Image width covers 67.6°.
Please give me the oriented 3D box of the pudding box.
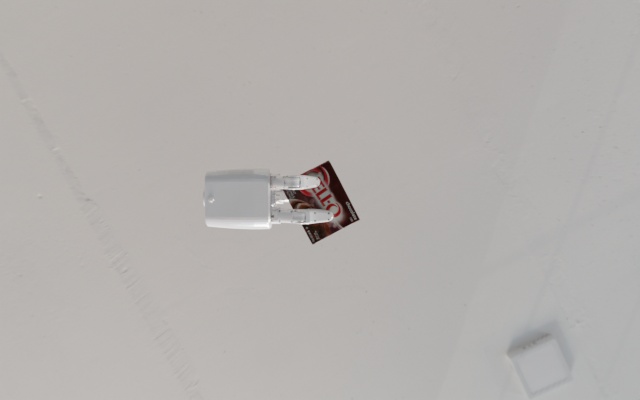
[{"bbox_3d":[0.000,0.003,0.793,0.090,0.113,0.039,-28,5,2],"label":"pudding box"}]
